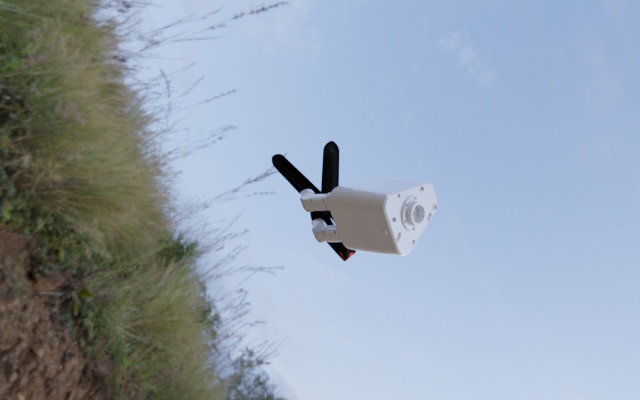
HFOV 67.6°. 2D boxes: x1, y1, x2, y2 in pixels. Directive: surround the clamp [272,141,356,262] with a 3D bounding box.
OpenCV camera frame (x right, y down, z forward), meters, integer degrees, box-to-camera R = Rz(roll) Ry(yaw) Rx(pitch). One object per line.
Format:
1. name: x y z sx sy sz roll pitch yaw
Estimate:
1. clamp: 0.001 0.003 0.785 0.036 0.210 0.164 -34 24 -32
